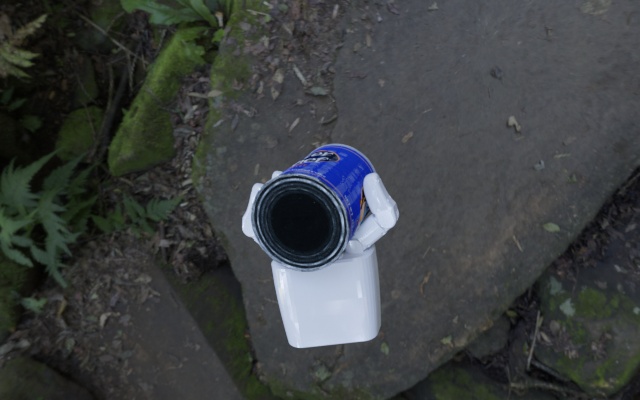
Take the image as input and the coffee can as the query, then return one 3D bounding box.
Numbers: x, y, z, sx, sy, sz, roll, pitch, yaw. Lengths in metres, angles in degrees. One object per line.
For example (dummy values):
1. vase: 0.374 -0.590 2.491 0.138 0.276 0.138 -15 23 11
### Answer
1. coffee can: 0.000 0.001 0.525 0.103 0.103 0.140 0 18 19
